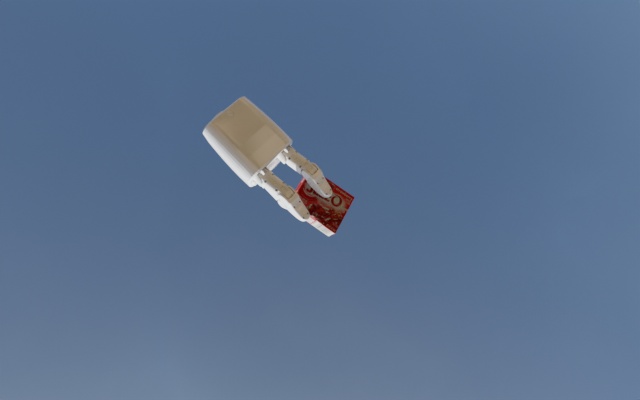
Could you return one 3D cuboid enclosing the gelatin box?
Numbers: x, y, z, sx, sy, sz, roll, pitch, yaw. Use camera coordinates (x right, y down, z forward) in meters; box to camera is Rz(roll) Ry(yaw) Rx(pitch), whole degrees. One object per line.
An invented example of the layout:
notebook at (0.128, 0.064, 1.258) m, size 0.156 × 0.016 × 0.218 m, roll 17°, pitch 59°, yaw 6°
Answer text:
gelatin box at (0.000, 0.003, 0.766) m, size 0.089 × 0.073 × 0.030 m, roll 35°, pitch -24°, yaw -12°
